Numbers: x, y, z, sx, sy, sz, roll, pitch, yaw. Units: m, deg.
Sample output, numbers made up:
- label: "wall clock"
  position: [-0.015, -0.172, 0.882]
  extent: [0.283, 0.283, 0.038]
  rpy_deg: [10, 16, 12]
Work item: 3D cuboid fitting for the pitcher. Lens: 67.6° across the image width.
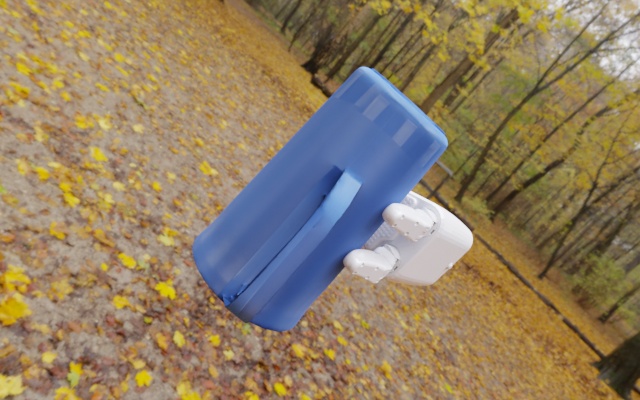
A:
- label: "pitcher"
  position: [0.000, 0.001, 0.447]
  extent: [0.145, 0.243, 0.149]
  rpy_deg: [25, 22, -49]
